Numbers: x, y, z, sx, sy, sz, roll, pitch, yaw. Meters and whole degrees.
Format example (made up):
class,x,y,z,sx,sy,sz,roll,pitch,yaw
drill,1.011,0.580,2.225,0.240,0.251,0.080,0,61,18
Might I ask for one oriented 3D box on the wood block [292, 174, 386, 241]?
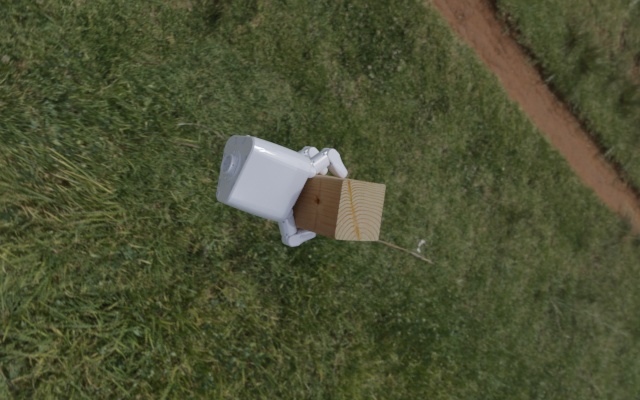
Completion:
class,x,y,z,sx,sy,sz,roll,pitch,yaw
wood block,0.000,0.003,0.793,0.090,0.091,0.206,5,5,-37
